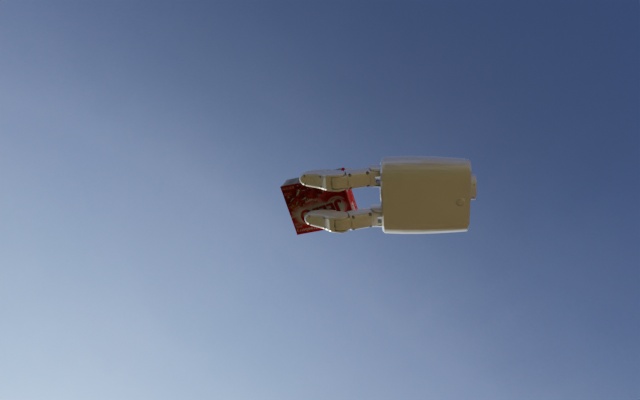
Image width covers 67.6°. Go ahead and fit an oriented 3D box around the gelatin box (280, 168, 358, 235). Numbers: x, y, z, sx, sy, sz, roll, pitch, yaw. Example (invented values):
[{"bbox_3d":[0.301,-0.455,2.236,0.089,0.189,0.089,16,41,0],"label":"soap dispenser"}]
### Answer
[{"bbox_3d":[0.000,0.002,0.634,0.089,0.073,0.030,-11,20,22],"label":"gelatin box"}]
